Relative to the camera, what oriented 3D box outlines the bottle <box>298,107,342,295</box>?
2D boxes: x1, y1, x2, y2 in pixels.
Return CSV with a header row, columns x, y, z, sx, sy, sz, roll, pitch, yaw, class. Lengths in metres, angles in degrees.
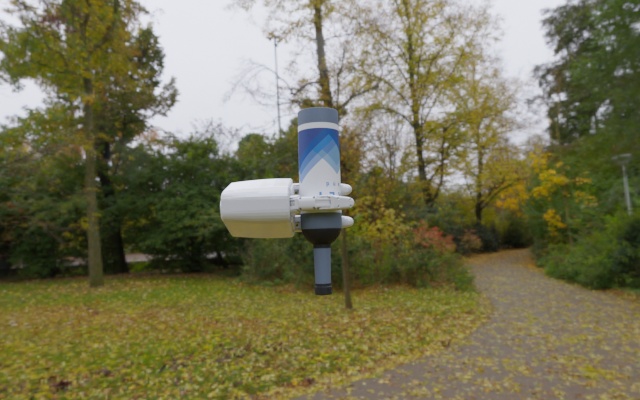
x,y,z,sx,sy,sz,roll,pitch,yaw,class
0.000,0.002,0.770,0.069,0.295,0.069,-2,-5,0,bottle
